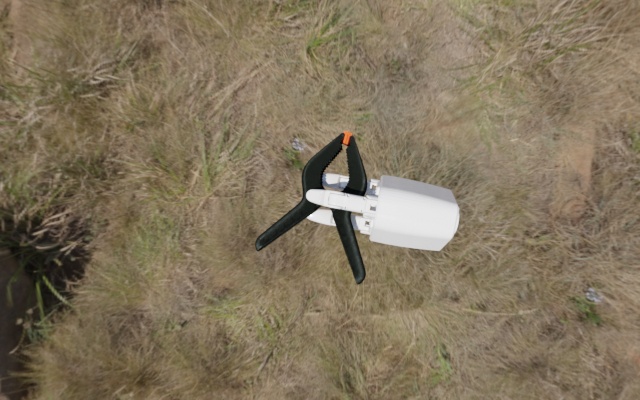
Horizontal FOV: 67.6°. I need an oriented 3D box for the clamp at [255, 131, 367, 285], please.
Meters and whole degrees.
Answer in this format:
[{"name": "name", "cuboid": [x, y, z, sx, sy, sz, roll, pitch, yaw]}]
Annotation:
[{"name": "clamp", "cuboid": [0.000, 0.002, 0.682, 0.164, 0.210, 0.036, 11, 0, 5]}]
